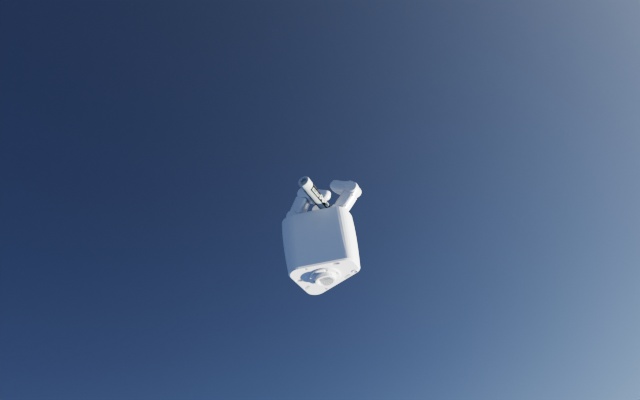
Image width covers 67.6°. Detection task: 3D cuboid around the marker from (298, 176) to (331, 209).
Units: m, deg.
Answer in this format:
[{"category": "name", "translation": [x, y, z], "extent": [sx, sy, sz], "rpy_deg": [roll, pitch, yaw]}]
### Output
[{"category": "marker", "translation": [0.000, 0.003, 0.791], "extent": [0.020, 0.020, 0.121], "rpy_deg": [0, -33, 32]}]
